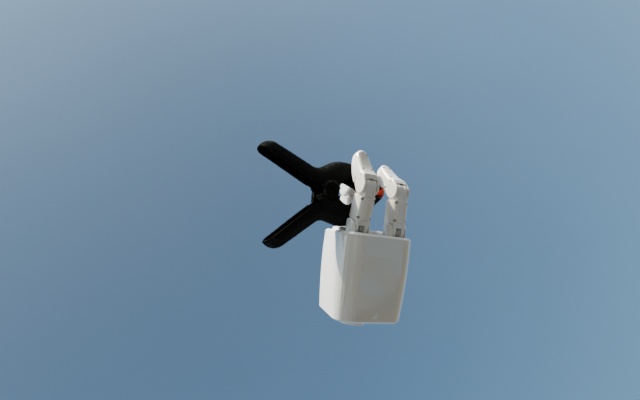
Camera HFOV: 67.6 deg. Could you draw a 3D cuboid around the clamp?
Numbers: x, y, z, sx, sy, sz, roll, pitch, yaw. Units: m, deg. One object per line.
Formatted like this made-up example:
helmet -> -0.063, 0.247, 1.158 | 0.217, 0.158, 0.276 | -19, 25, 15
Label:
clamp -> 0.000, 0.002, 0.569 | 0.171, 0.120, 0.039 | 9, -5, -28
